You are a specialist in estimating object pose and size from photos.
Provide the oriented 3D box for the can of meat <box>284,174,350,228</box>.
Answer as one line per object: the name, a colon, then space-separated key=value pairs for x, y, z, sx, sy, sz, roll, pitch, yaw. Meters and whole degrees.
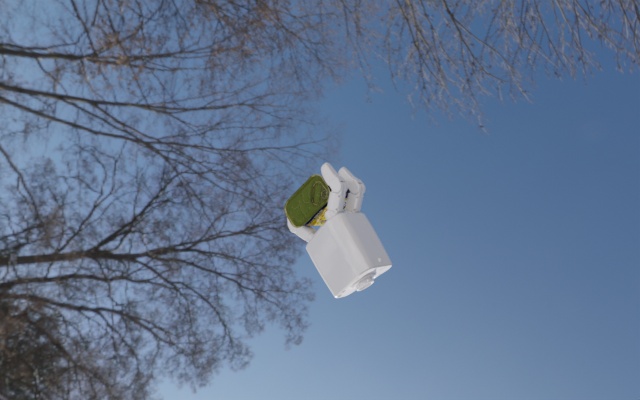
can of meat: x=0.000 y=0.003 z=0.852 sx=0.102 sy=0.057 sz=0.084 roll=-45 pitch=-26 yaw=27
